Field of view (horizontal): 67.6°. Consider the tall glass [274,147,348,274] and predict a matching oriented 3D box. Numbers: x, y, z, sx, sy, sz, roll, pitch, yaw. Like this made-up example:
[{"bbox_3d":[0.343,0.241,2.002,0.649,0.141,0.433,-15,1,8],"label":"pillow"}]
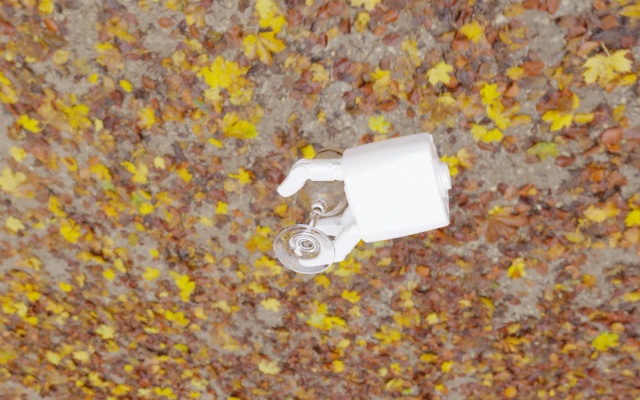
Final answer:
[{"bbox_3d":[0.000,0.002,0.638,0.079,0.079,0.201,0,35,13],"label":"tall glass"}]
